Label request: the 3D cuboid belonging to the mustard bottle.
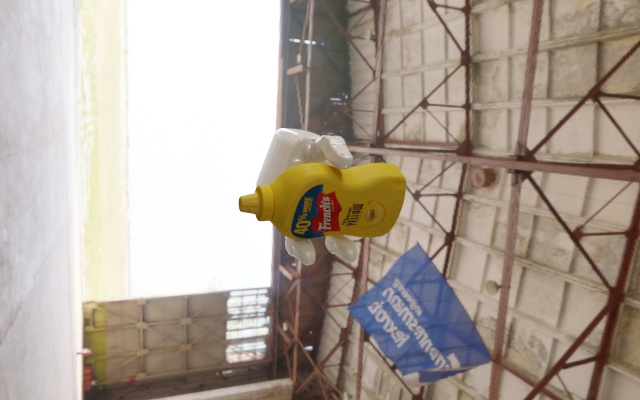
[{"bbox_3d":[0.000,0.002,0.555,0.191,0.096,0.058,-1,40,-23],"label":"mustard bottle"}]
